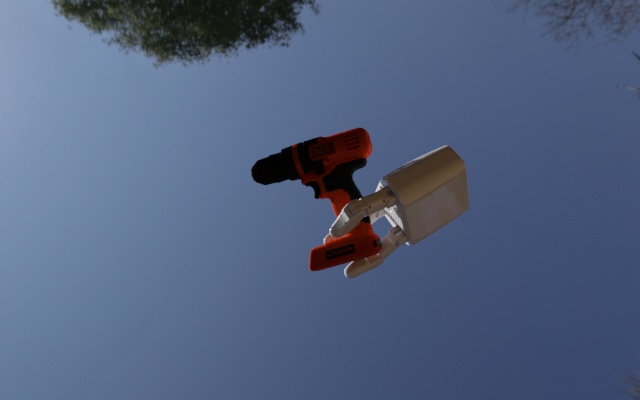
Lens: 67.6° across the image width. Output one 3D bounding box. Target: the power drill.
[{"bbox_3d":[0.000,0.003,0.685,0.184,0.187,0.057,-16,-9,13],"label":"power drill"}]
